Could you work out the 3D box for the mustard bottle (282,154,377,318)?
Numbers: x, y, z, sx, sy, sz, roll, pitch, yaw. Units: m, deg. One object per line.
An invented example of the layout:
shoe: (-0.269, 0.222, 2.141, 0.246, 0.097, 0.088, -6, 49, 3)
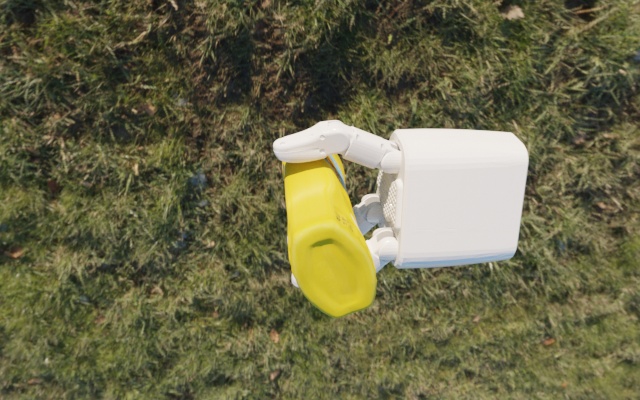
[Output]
mustard bottle: (0.000, 0.002, 0.417, 0.058, 0.096, 0.191, -22, 34, 7)
